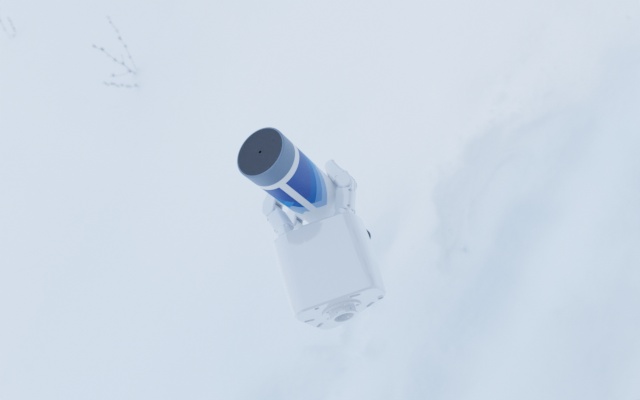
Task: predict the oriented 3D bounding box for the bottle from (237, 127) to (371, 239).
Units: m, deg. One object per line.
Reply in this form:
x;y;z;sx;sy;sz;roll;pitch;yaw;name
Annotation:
0.000;0.002;0.665;0.069;0.069;0.296;0;-23;31;bottle
